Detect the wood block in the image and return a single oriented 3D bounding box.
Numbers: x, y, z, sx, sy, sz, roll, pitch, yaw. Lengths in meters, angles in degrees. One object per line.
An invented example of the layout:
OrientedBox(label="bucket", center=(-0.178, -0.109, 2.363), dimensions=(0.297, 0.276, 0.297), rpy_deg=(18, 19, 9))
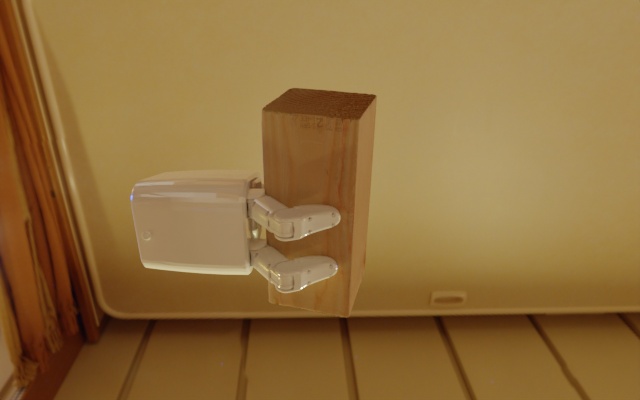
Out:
OrientedBox(label="wood block", center=(0.000, 0.002, 0.481), dimensions=(0.090, 0.206, 0.090), rpy_deg=(8, 28, 13))
